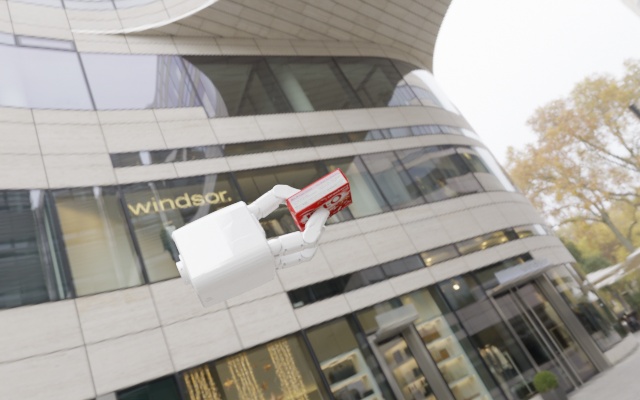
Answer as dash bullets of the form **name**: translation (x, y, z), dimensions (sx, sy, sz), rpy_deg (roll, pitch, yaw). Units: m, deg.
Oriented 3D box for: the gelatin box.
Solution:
- **gelatin box**: translation (0.000, 0.002, 0.674), dimensions (0.089, 0.030, 0.073), rpy_deg (-31, -24, -6)
